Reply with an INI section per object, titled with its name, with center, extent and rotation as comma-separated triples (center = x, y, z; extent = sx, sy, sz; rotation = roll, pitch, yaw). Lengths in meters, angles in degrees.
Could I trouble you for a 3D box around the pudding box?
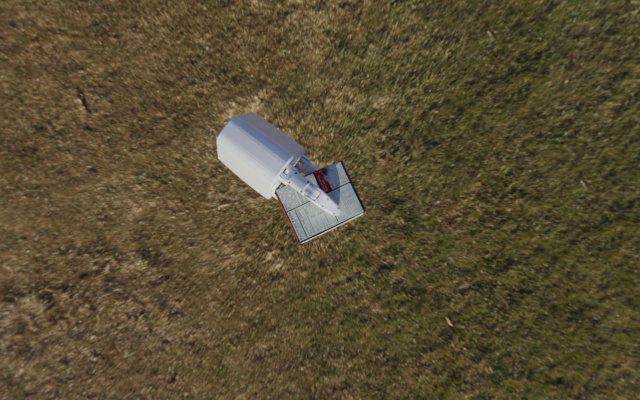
[pudding box]
center = 0.000, 0.002, 0.718
extent = 0.113, 0.090, 0.039
rotation = -25, -3, 1
